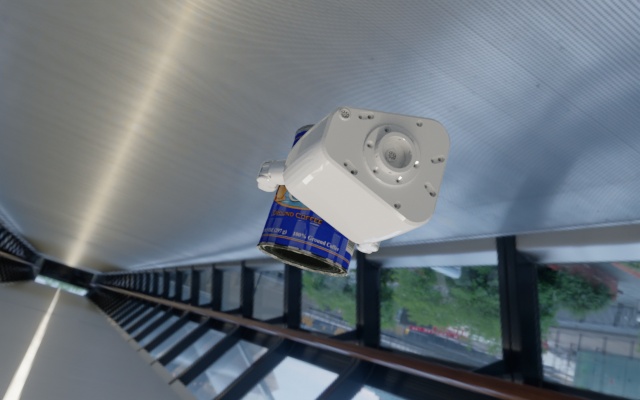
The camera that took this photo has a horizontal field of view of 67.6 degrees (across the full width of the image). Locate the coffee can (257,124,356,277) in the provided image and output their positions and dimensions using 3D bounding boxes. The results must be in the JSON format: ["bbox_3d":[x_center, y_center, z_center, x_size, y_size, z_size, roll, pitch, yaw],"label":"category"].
[{"bbox_3d":[0.000,0.002,0.532,0.103,0.140,0.103,16,-16,5],"label":"coffee can"}]
